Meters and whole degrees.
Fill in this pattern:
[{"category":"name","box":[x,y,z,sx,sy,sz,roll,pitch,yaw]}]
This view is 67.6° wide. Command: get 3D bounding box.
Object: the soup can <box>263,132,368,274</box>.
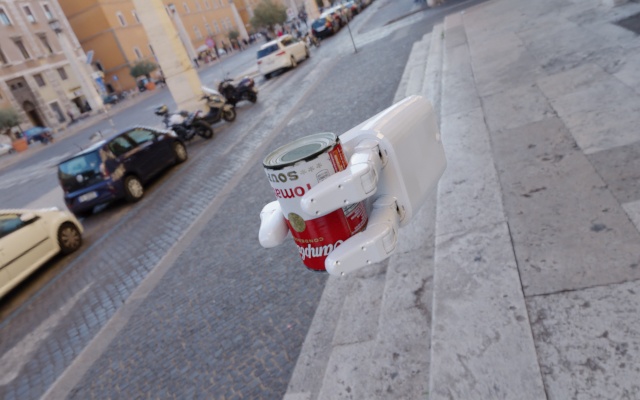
[{"category":"soup can","box":[0.000,0.001,0.407,0.068,0.102,0.068,-18,21,7]}]
